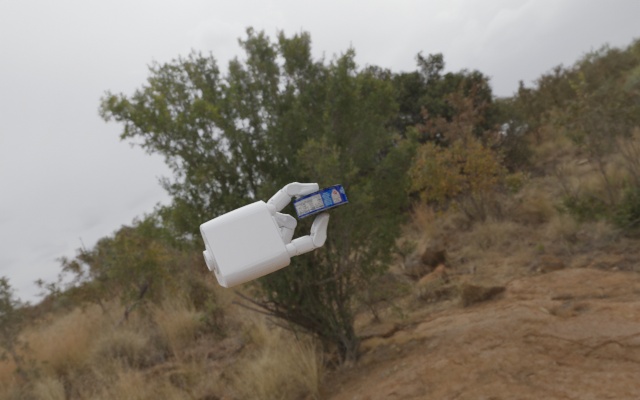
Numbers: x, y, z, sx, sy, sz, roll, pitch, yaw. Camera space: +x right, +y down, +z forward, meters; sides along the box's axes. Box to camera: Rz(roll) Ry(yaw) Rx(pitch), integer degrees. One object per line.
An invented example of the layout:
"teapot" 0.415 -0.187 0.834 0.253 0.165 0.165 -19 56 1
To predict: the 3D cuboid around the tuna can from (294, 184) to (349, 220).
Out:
"tuna can" 0.000 0.002 0.779 0.086 0.034 0.086 -19 -3 -1
